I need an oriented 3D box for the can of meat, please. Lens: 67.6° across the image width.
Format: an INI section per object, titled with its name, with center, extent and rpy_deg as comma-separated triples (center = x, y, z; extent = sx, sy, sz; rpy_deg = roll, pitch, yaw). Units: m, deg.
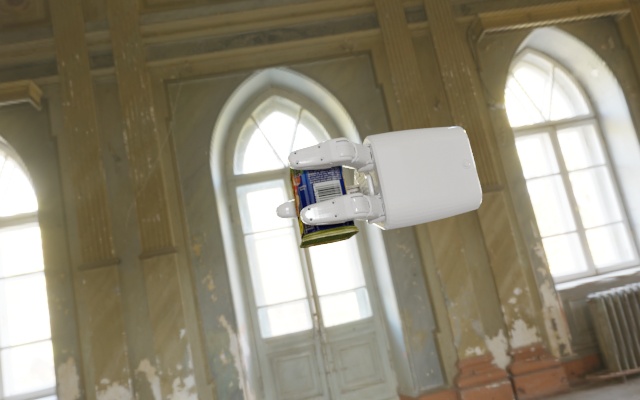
[can of meat]
center = 0.000, 0.001, 0.504
extent = 0.057, 0.084, 0.102
rpy_deg = -10, -9, -6
